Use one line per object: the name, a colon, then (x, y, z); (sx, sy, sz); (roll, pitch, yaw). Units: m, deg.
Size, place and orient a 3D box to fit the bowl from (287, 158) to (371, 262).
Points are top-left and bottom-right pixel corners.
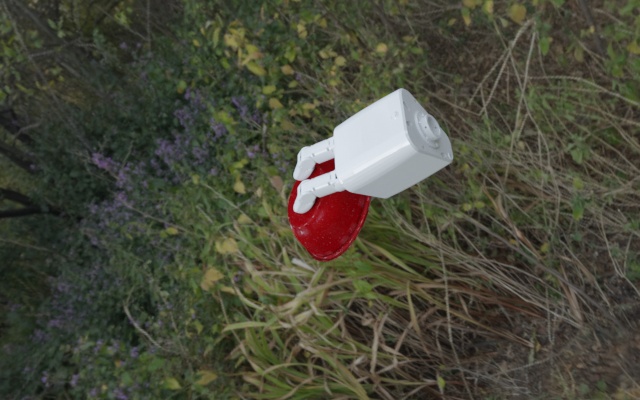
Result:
bowl: (-0.001, 0.003, 0.679); (0.055, 0.162, 0.162); (20, -10, -30)
